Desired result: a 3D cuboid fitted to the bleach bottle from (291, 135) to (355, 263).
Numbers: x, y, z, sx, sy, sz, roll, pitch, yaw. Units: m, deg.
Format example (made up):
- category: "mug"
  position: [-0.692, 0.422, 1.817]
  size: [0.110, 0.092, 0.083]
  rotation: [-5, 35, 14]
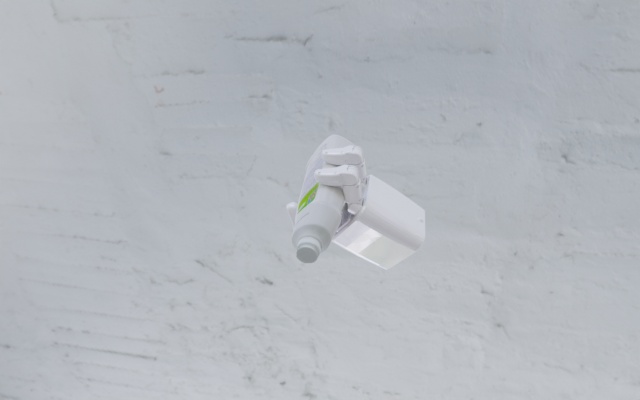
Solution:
- category: "bleach bottle"
  position: [0.000, 0.002, 0.707]
  size: [0.068, 0.103, 0.250]
  rotation: [30, 36, -10]
